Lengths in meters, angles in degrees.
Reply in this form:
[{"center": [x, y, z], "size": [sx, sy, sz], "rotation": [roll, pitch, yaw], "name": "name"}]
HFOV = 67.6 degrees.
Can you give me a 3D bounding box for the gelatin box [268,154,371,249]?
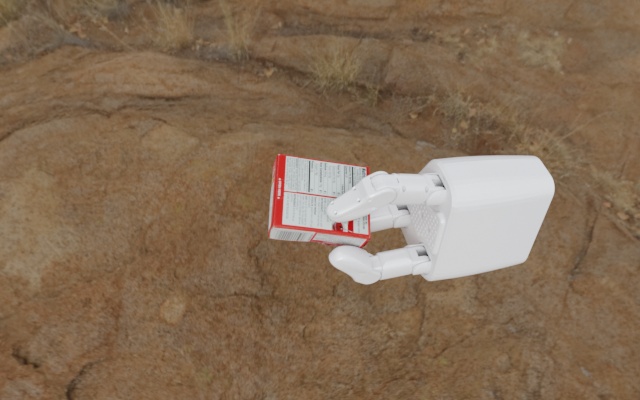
[{"center": [0.000, 0.001, 0.429], "size": [0.089, 0.073, 0.030], "rotation": [8, -28, -12], "name": "gelatin box"}]
